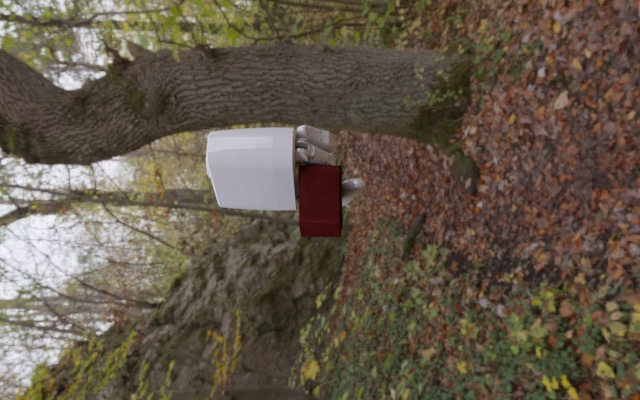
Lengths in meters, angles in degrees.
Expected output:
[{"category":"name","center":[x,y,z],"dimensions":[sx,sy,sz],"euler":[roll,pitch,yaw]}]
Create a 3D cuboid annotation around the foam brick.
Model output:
[{"category":"foam brick","center":[0.000,0.002,0.588],"dimensions":[0.051,0.078,0.053],"euler":[0,-23,-1]}]
